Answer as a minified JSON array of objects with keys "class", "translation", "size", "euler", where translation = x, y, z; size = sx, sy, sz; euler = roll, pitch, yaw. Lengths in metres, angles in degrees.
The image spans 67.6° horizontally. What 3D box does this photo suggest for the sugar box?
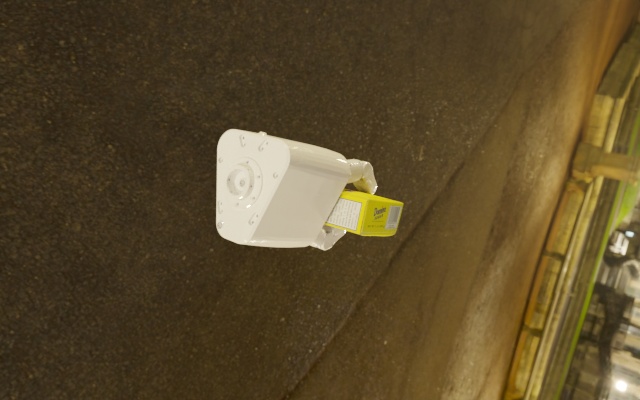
[{"class":"sugar box","translation":[0.000,0.001,0.580],"size":[0.176,0.048,0.093],"euler":[17,6,33]}]
